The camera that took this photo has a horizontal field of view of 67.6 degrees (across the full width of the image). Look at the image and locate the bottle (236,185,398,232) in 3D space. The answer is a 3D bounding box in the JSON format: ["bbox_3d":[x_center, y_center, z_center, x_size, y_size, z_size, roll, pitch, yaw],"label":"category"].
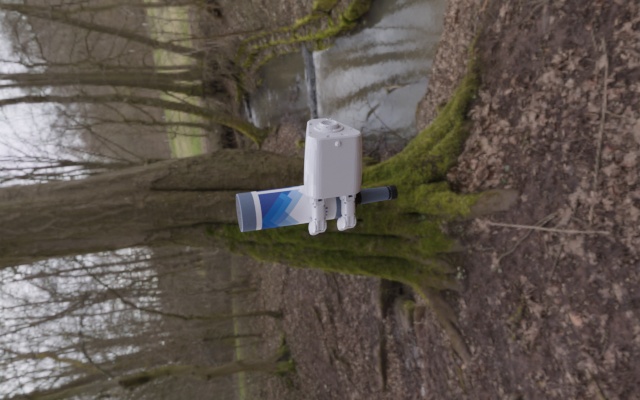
[{"bbox_3d":[0.000,0.003,0.861,0.296,0.069,0.069,-8,2,-16],"label":"bottle"}]
